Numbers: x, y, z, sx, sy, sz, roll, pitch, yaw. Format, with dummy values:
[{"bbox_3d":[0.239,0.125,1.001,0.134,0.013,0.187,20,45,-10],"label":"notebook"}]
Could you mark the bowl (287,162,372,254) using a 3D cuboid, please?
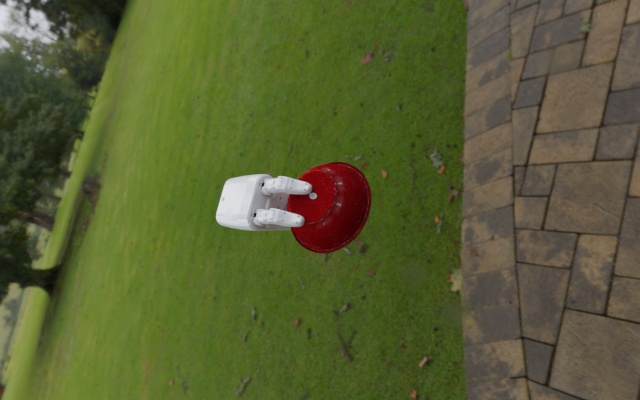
[{"bbox_3d":[0.001,0.002,0.782,0.162,0.162,0.055,0,-18,34],"label":"bowl"}]
